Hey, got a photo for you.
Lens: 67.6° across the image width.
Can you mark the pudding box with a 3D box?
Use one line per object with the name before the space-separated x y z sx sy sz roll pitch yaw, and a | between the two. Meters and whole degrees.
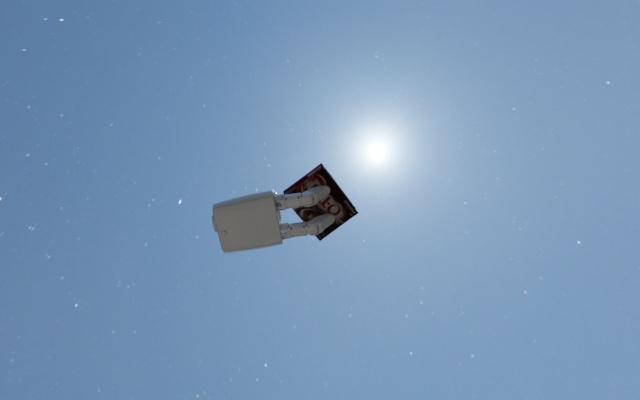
pudding box | 0.000 0.003 0.866 0.090 0.113 0.039 -36 22 8
